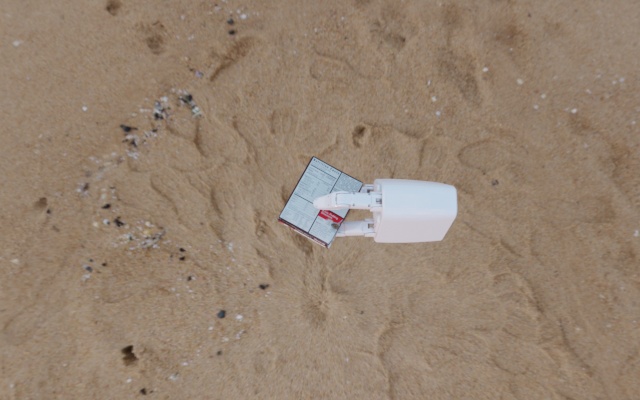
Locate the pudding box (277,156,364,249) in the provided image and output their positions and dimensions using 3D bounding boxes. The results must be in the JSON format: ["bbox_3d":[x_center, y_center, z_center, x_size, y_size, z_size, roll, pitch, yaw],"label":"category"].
[{"bbox_3d":[0.000,0.002,0.720,0.090,0.113,0.039,29,-11,4],"label":"pudding box"}]
